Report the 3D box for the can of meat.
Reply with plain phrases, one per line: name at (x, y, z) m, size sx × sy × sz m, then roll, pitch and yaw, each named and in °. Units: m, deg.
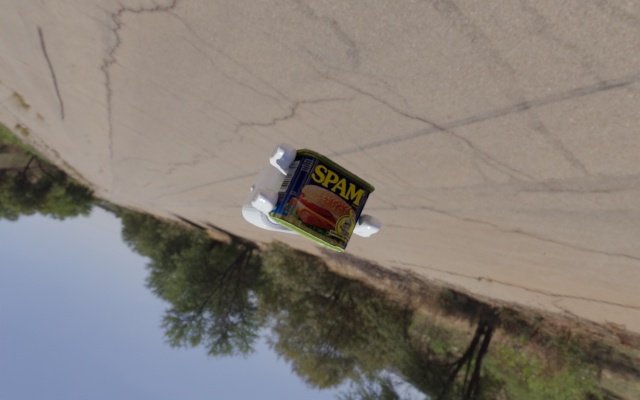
can of meat at (0.000, 0.002, 0.547) m, size 0.102 × 0.084 × 0.057 m, roll 29°, pitch -11°, yaw -25°
